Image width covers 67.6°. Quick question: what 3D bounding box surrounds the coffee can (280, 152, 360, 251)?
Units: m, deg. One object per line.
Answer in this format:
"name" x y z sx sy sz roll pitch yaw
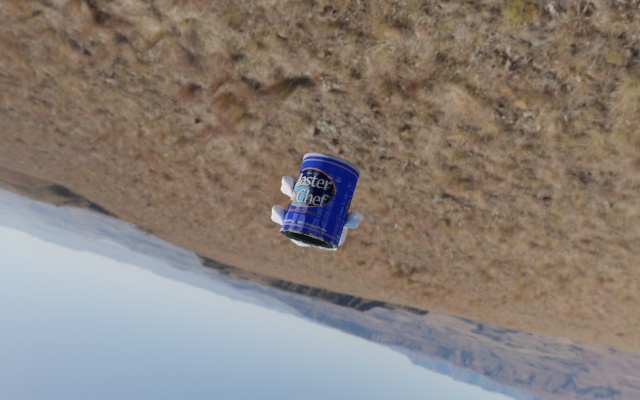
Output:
"coffee can" 0.000 0.002 0.814 0.103 0.140 0.103 16 -14 4
